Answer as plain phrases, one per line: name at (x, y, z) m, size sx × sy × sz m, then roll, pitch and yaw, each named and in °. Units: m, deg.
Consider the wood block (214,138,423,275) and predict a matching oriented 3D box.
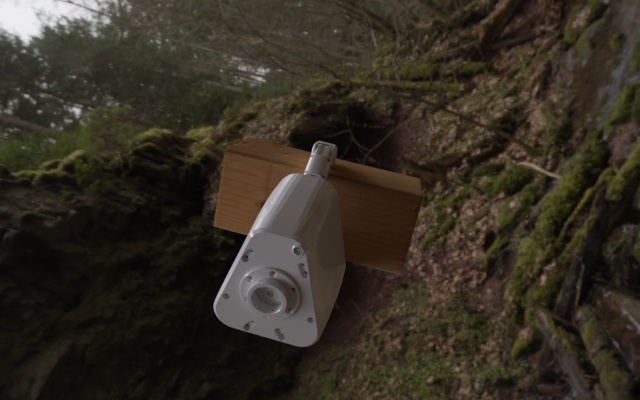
wood block at (0.000, 0.002, 0.531) m, size 0.206 × 0.091 × 0.090 m, roll 14°, pitch 17°, yaw 6°
